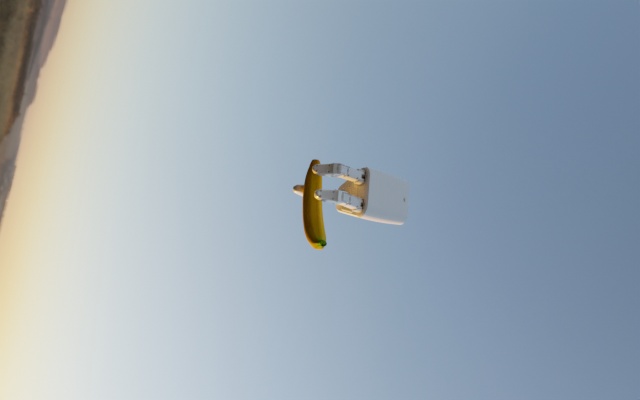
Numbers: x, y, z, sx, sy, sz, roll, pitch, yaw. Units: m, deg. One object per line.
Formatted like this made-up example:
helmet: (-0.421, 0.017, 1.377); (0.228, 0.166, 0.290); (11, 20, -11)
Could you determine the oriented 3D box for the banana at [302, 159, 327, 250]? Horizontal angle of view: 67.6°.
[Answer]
banana: (-0.008, 0.016, 0.881); (0.037, 0.197, 0.070); (13, -41, -25)
